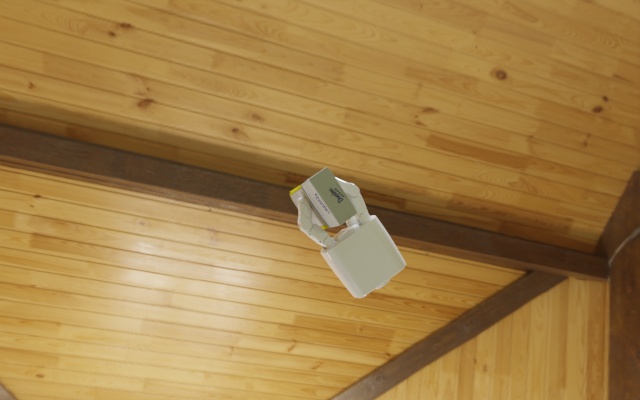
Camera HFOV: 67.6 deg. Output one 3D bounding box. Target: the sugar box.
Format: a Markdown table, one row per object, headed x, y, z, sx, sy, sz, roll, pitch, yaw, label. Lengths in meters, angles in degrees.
| x | y | z | sx | sy | sz | roll | pitch | yaw | label |
| --- | --- | --- | --- | --- | --- | --- | --- | --- | --- |
| 0.001 | 0.003 | 0.853 | 0.048 | 0.093 | 0.176 | -35 | 3 | -18 | sugar box |
